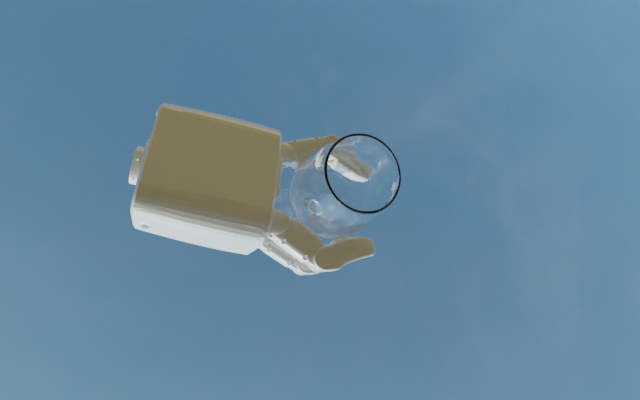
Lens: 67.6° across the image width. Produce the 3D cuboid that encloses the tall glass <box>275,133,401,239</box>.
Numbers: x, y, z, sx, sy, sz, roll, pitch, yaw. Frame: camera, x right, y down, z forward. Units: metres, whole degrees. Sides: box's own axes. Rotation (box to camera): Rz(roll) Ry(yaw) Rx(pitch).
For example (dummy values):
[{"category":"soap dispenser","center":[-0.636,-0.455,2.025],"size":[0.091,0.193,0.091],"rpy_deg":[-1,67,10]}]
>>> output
[{"category":"tall glass","center":[0.000,0.002,0.442],"size":[0.079,0.079,0.201],"rpy_deg":[0,-13,-20]}]
